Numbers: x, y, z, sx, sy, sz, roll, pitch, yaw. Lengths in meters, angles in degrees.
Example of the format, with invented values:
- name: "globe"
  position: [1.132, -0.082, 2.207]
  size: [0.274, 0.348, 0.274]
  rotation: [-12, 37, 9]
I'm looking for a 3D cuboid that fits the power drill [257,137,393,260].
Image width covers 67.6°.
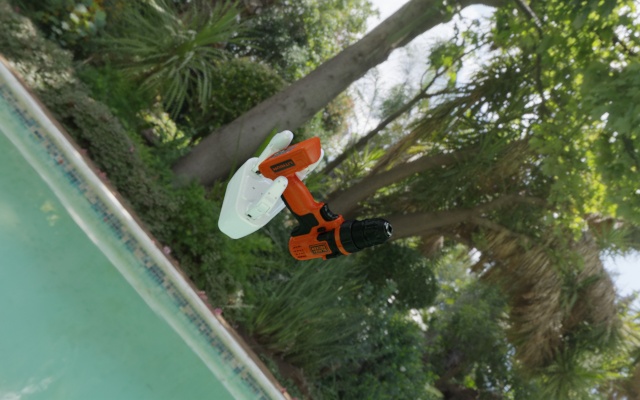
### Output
- name: "power drill"
  position: [0.000, 0.002, 0.729]
  size: [0.184, 0.188, 0.057]
  rotation: [-16, 17, 33]
